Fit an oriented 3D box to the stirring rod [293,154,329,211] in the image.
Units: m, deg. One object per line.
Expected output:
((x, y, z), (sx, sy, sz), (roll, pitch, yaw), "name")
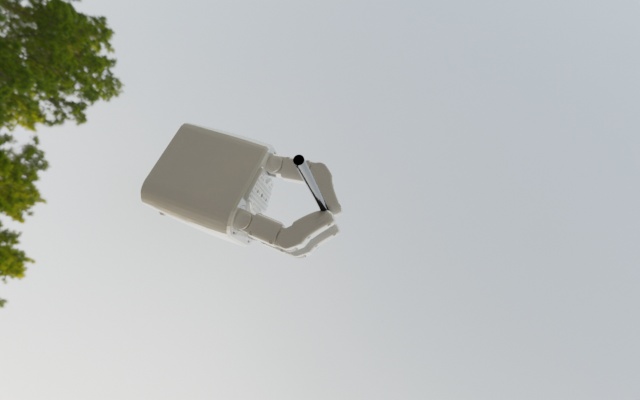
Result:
((0.000, 0.001, 0.443), (0.011, 0.011, 0.239), (0, -14, 7), "stirring rod")
